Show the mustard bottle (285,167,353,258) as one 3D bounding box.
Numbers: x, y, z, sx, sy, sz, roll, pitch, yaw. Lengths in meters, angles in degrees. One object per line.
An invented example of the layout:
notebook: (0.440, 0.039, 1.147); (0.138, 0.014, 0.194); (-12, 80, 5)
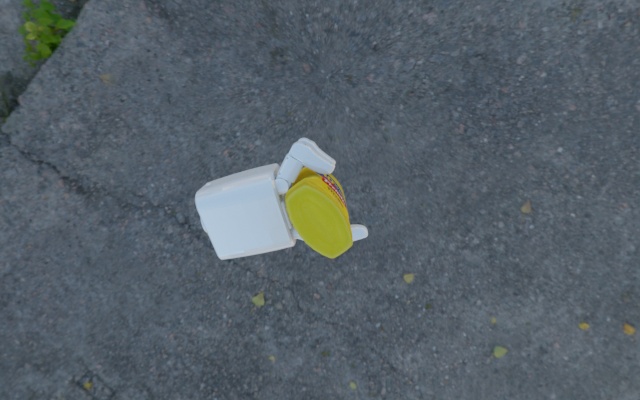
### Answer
mustard bottle: (0.000, 0.002, 0.634); (0.058, 0.096, 0.191); (-37, 11, 10)
